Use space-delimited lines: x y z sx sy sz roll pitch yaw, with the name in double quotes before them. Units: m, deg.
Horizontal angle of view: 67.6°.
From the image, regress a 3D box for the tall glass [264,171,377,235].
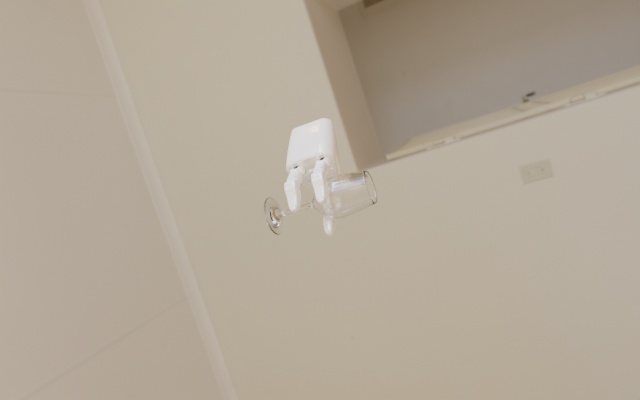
"tall glass" 0.000 0.003 0.883 0.201 0.079 0.079 -16 -6 20
